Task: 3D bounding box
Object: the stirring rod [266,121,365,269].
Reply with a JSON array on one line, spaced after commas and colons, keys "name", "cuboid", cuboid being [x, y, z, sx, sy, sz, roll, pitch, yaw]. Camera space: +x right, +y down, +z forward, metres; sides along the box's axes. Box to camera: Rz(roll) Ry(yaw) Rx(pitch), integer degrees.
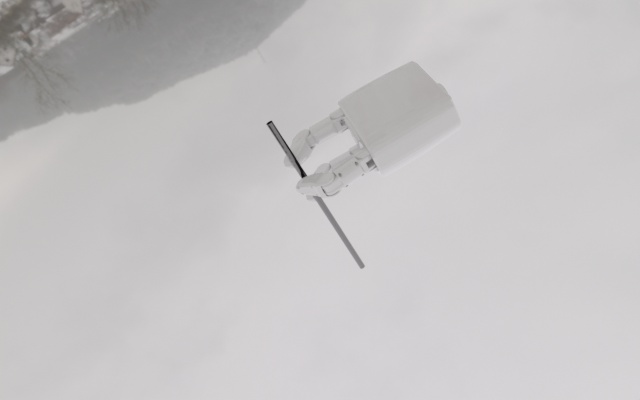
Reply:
[{"name": "stirring rod", "cuboid": [0.000, 0.002, 0.586, 0.011, 0.240, 0.011, -24, 31, 15]}]
